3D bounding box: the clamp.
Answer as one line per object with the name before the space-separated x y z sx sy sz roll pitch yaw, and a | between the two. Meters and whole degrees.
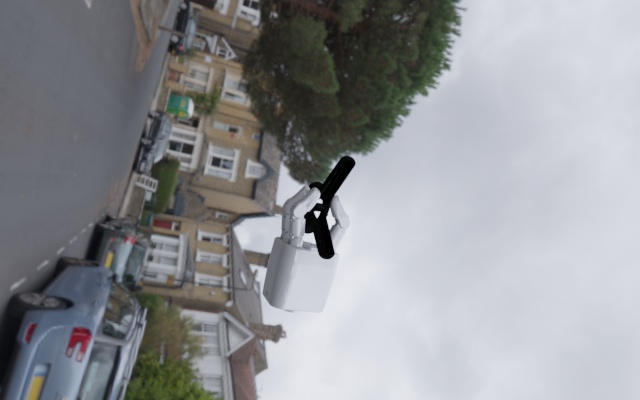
clamp | 0.001 0.003 0.822 0.036 0.164 0.210 16 0 -19
